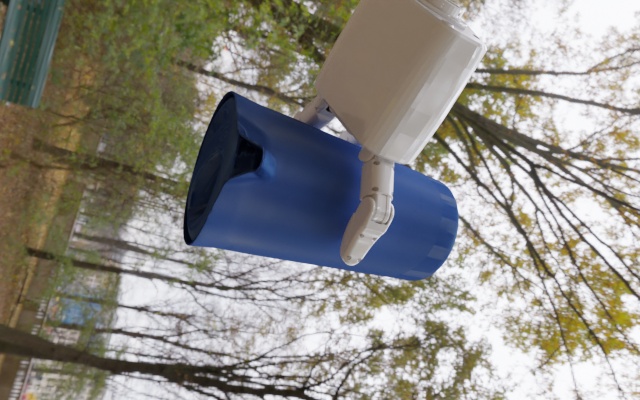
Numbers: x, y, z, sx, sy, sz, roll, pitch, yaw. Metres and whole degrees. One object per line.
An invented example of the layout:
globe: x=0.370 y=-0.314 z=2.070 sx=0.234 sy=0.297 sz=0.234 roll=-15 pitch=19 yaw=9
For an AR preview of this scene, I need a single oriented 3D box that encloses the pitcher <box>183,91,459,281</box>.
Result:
pitcher: x=0.000 y=0.001 z=0.456 sx=0.243 sy=0.145 sz=0.149 roll=17 pitch=32 yaw=-25
